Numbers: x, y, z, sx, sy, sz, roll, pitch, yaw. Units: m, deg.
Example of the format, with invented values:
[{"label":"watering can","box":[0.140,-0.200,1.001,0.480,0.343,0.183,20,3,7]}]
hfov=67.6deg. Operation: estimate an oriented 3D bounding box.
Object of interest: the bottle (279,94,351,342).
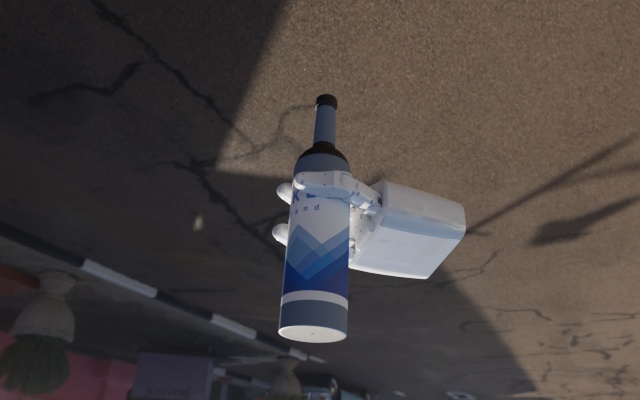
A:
[{"label":"bottle","box":[0.000,0.002,0.533,0.069,0.295,0.069,3,-29,1]}]
